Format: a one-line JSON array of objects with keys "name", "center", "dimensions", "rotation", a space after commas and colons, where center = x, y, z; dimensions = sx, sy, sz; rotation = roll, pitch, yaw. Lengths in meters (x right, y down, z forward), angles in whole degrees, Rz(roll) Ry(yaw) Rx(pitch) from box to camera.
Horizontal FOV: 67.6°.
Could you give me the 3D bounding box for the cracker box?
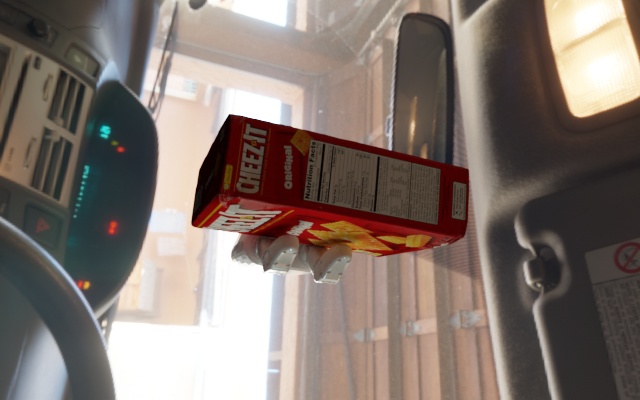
[{"name": "cracker box", "center": [0.000, 0.001, 0.444], "dimensions": [0.214, 0.072, 0.164], "rotation": [10, -15, -19]}]
